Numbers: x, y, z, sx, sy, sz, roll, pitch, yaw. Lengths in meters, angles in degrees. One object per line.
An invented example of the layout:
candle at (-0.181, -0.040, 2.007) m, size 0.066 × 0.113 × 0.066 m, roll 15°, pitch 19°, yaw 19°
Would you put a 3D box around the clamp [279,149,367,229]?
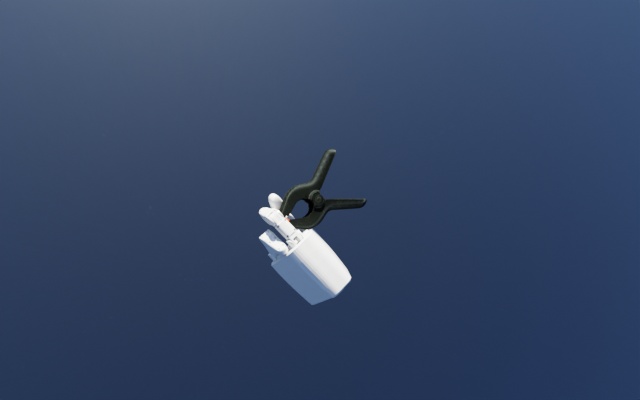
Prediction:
clamp at (0.000, 0.003, 0.839) m, size 0.171 × 0.120 × 0.039 m, roll -44°, pitch 4°, yaw -16°
